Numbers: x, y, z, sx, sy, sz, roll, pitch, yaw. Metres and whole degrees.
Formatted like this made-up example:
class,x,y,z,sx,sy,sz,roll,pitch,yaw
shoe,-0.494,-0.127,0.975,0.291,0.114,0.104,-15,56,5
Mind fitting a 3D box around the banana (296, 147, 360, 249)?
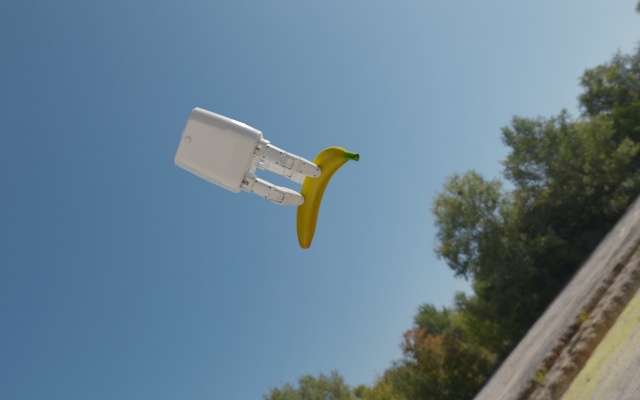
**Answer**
class,x,y,z,sx,sy,sz,roll,pitch,yaw
banana,-0.004,-0.013,0.741,0.037,0.198,0.069,5,40,-28
